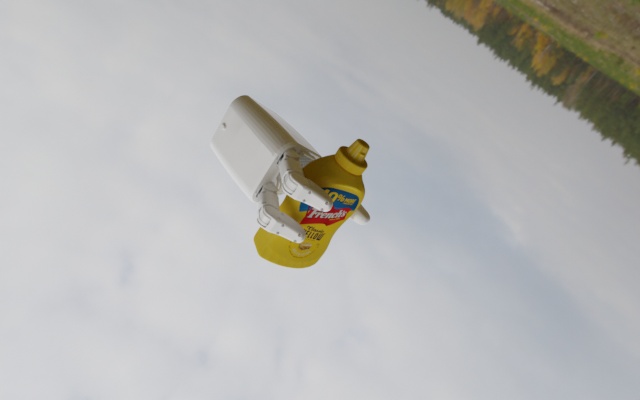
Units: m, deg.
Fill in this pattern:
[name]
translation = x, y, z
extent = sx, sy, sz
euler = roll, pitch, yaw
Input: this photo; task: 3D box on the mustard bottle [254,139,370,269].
[mustard bottle]
translation = 0.000, 0.002, 0.598
extent = 0.096, 0.192, 0.058
euler = 16, 32, -34
